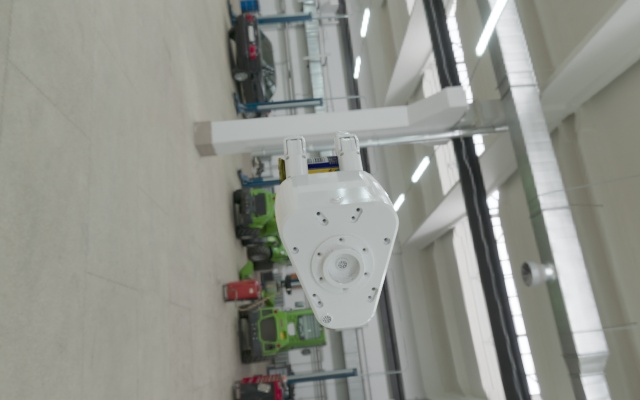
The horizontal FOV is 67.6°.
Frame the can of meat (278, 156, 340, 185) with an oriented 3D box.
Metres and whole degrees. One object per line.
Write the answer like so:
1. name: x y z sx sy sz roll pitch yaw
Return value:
1. can of meat: 0.000 0.002 0.520 0.084 0.102 0.057 -5 12 -3
